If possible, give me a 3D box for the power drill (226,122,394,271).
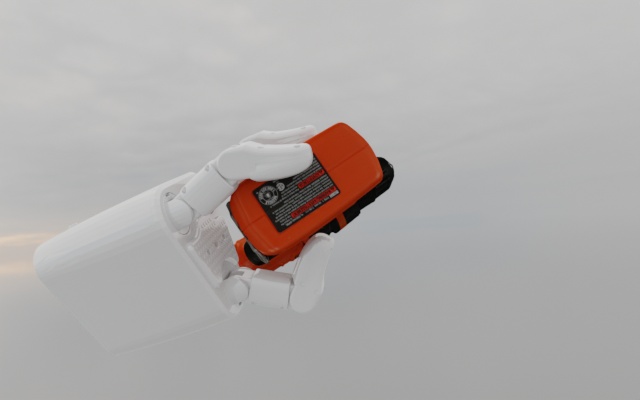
[{"bbox_3d":[0.000,0.001,0.410,0.184,0.057,0.188,-36,-10,-9],"label":"power drill"}]
